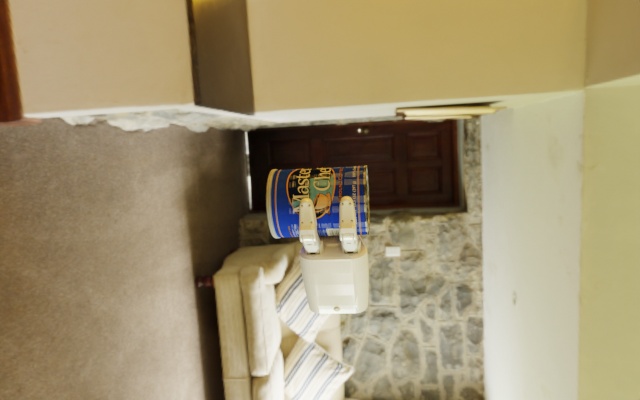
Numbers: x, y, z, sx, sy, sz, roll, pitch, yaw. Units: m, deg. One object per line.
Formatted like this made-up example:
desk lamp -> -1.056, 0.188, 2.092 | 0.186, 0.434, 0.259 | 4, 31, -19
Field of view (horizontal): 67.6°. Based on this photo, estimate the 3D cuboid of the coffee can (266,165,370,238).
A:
coffee can -> 0.000, 0.002, 0.702 | 0.140, 0.103, 0.103 | -2, 0, 8
